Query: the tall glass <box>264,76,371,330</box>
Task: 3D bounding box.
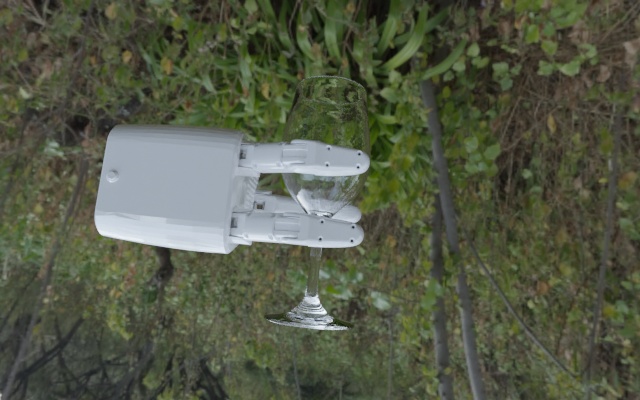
[{"bbox_3d":[0.000,0.002,0.403,0.079,0.201,0.079,6,-8,1],"label":"tall glass"}]
